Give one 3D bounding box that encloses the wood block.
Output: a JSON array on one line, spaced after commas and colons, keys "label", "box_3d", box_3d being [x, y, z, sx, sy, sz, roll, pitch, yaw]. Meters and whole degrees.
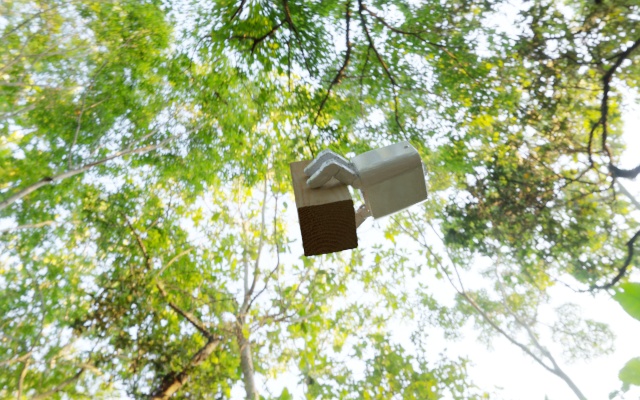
[{"label": "wood block", "box_3d": [0.001, 0.003, 0.834, 0.090, 0.091, 0.206, -9, 24, -3]}]
